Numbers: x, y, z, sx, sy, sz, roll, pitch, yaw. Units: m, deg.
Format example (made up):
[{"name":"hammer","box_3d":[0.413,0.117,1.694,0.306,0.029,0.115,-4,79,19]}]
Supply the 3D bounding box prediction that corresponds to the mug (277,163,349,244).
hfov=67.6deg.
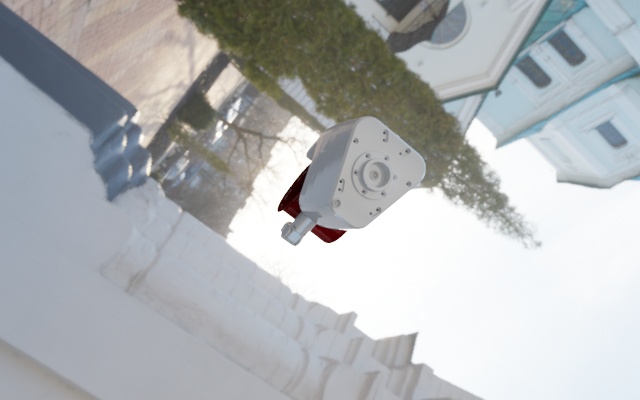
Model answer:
[{"name":"mug","box_3d":[0.000,0.002,0.634,0.081,0.093,0.117,39,-9,-13]}]
